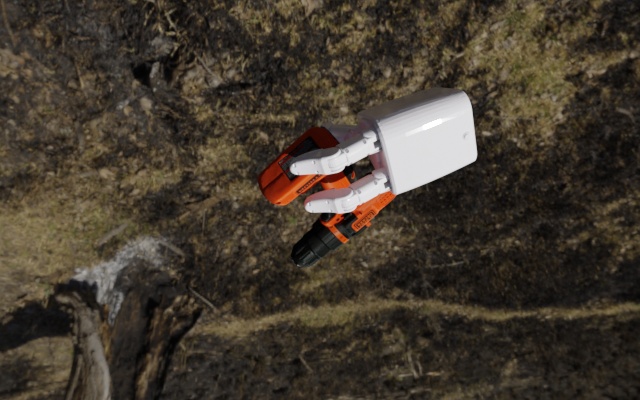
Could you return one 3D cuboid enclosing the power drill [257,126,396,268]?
[{"bbox_3d":[0.000,0.002,0.622,0.057,0.184,0.188,51,6,35],"label":"power drill"}]
